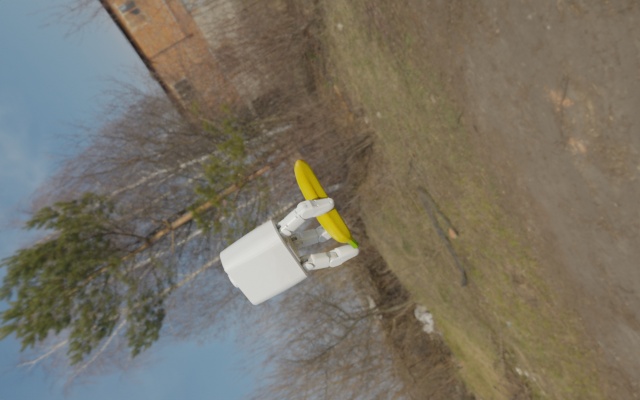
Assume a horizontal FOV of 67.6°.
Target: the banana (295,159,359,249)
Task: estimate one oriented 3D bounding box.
[{"bbox_3d":[-0.002,0.001,0.828,0.037,0.197,0.070,-32,-19,2],"label":"banana"}]
